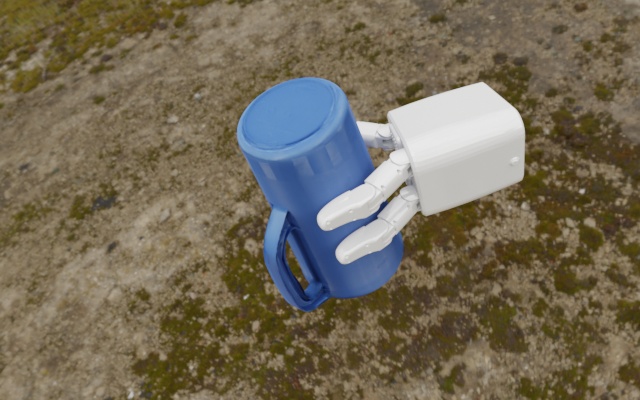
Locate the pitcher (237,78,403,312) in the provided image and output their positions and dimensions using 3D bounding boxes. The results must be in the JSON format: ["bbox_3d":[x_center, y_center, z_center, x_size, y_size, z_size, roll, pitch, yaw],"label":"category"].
[{"bbox_3d":[0.000,0.002,0.513,0.145,0.149,0.243,-18,-42,7],"label":"pitcher"}]
